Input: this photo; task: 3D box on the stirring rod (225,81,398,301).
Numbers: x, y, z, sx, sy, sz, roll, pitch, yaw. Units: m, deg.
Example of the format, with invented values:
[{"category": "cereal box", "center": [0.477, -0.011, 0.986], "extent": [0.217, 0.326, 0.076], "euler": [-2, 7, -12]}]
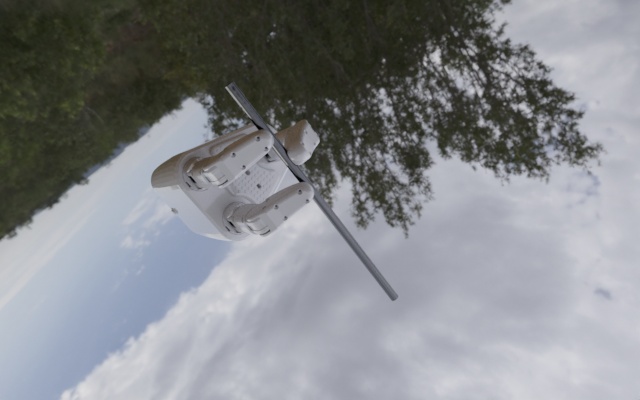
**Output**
[{"category": "stirring rod", "center": [0.000, 0.001, 0.403], "extent": [0.011, 0.239, 0.011], "euler": [-32, 21, 14]}]
